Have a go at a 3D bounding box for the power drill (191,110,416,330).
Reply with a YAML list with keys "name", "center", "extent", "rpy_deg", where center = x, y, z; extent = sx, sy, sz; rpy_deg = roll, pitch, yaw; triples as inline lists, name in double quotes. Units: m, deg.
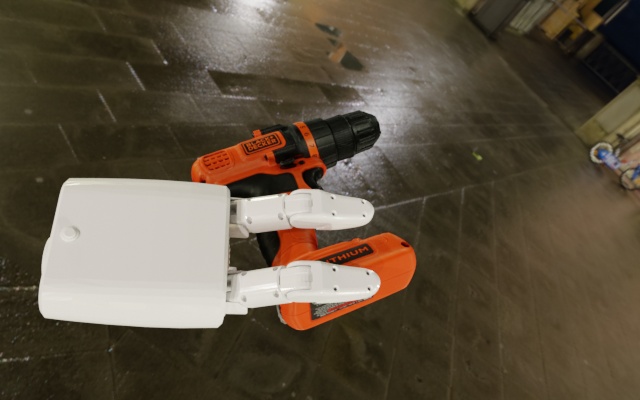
- name: "power drill"
  center: [0.000, 0.002, 0.402]
  extent: [0.184, 0.057, 0.187]
  rpy_deg: [-21, 48, -13]
